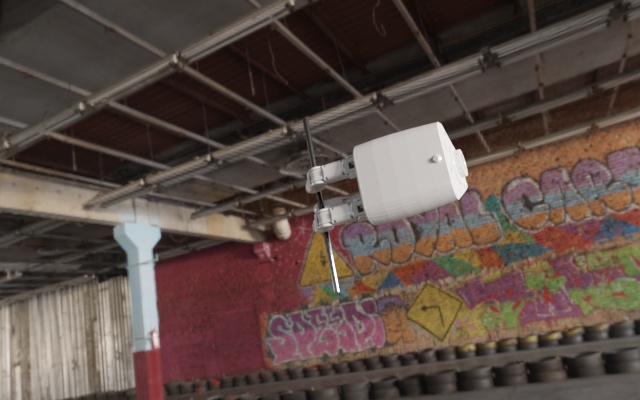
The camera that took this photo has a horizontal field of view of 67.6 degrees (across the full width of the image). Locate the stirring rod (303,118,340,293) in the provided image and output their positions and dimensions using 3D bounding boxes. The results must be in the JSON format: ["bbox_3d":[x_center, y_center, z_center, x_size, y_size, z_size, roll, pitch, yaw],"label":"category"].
[{"bbox_3d":[0.000,0.002,0.637,0.011,0.239,0.011,-10,-14,-2],"label":"stirring rod"}]
